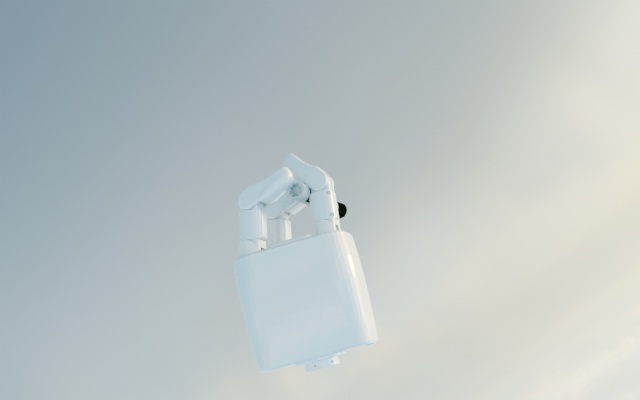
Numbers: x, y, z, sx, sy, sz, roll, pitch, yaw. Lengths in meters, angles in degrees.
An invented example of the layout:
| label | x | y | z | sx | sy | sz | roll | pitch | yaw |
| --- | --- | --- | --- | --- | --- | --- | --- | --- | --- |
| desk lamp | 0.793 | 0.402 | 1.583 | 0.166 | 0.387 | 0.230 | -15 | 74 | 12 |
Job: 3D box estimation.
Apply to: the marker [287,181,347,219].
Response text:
| label | x | y | z | sx | sy | sz | roll | pitch | yaw |
| --- | --- | --- | --- | --- | --- | --- | --- | --- | --- |
| marker | 0.000 | 0.002 | 0.513 | 0.020 | 0.020 | 0.121 | 0 | -11 | 24 |
